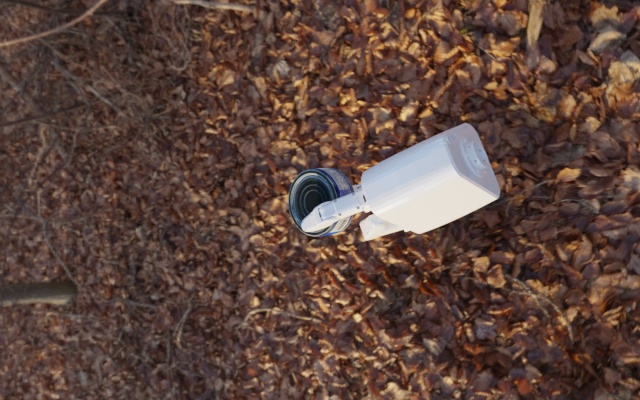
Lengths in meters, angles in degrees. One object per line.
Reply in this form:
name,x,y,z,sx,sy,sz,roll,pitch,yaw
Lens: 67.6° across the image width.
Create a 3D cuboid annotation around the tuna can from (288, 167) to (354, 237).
tuna can,0.000,0.002,0.596,0.086,0.086,0.034,0,4,41
